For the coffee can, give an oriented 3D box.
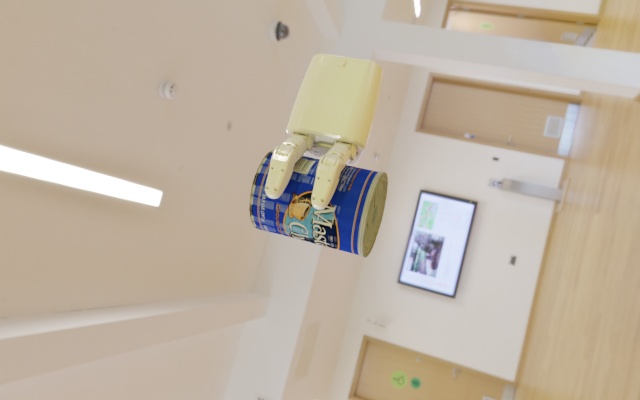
[{"bbox_3d":[0.000,0.002,0.577,0.140,0.103,0.103,13,4,16],"label":"coffee can"}]
